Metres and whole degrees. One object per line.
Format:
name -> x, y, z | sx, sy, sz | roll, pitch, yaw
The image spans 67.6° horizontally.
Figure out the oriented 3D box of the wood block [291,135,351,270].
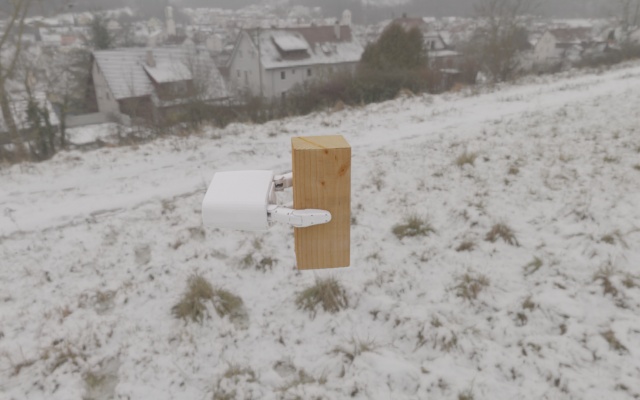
wood block -> 0.000, 0.003, 0.799 | 0.090, 0.206, 0.090 | -3, 21, -6
